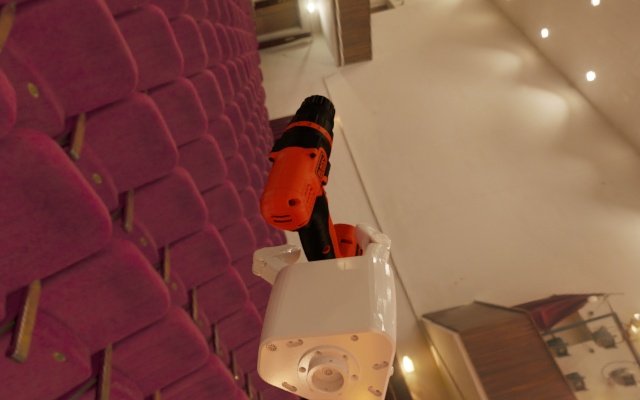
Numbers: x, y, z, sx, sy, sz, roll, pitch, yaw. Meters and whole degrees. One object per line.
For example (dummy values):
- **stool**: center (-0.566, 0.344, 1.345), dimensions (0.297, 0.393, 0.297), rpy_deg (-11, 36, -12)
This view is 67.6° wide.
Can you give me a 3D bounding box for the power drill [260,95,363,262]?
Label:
- **power drill**: center (0.000, 0.002, 0.517), dimensions (0.057, 0.188, 0.184), rpy_deg (-4, 42, 21)
